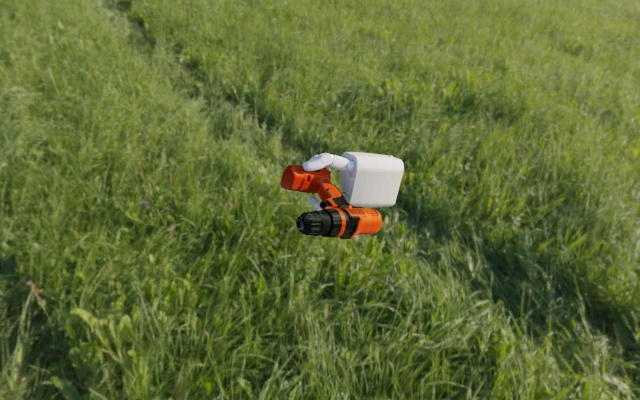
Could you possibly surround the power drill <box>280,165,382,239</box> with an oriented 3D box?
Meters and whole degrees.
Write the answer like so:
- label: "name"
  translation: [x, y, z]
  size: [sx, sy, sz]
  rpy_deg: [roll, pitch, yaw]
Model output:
- label: "power drill"
  translation: [0.000, 0.003, 0.894]
  size: [0.184, 0.057, 0.187]
  rpy_deg: [3, 33, -40]
